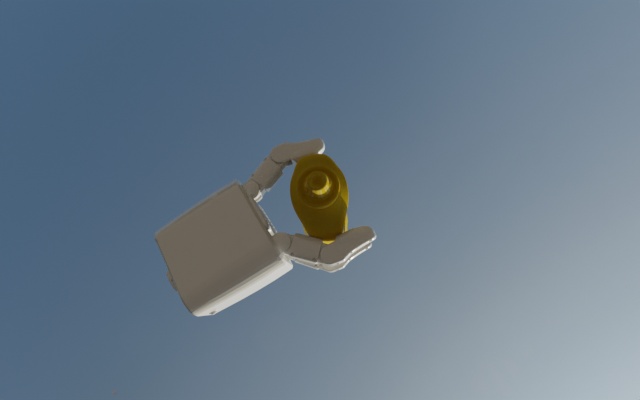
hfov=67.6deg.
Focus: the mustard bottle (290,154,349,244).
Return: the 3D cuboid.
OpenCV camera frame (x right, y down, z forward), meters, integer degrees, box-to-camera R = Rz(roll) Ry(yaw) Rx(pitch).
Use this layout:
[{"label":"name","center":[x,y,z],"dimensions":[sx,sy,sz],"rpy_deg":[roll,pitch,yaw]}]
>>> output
[{"label":"mustard bottle","center":[0.000,0.002,0.520],"dimensions":[0.058,0.096,0.192],"rpy_deg":[-8,-12,1]}]
